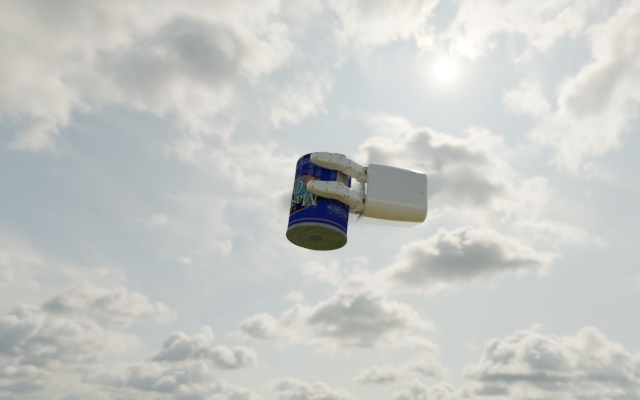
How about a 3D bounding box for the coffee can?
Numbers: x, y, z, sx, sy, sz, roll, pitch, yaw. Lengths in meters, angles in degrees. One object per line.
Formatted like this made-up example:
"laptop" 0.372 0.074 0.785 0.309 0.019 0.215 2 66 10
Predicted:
"coffee can" 0.000 0.003 0.819 0.103 0.140 0.103 5 -27 3
